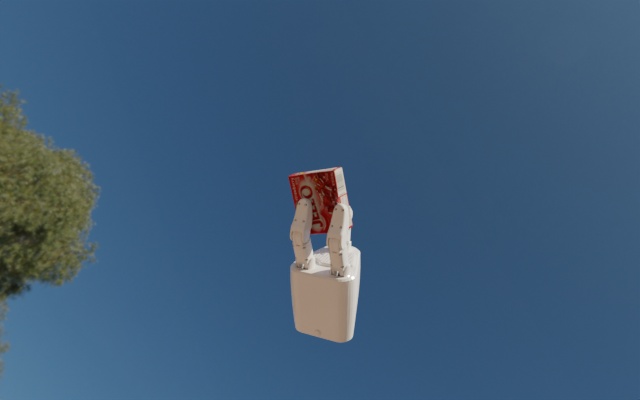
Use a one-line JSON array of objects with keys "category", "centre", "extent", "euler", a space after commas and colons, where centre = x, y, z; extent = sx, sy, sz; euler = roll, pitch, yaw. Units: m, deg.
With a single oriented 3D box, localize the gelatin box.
[{"category": "gelatin box", "centre": [0.000, 0.002, 0.669], "extent": [0.073, 0.089, 0.030], "euler": [-6, 11, 28]}]
